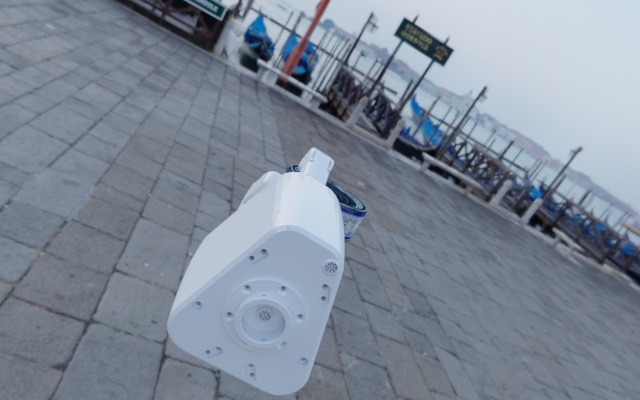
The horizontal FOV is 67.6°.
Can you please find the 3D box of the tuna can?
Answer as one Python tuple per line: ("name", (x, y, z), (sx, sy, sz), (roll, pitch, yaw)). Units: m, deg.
("tuna can", (0.000, 0.001, 0.450), (0.086, 0.034, 0.086), (29, 12, -7))
